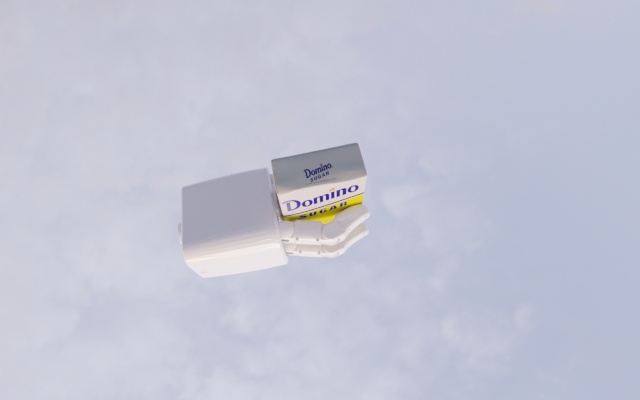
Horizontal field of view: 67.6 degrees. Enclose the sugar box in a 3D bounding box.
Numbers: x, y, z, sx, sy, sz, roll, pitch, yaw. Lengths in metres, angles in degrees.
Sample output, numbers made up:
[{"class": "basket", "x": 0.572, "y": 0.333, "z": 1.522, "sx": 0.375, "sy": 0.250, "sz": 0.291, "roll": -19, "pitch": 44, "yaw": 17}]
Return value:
[{"class": "sugar box", "x": 0.000, "y": 0.002, "z": 0.549, "sx": 0.093, "sy": 0.048, "sz": 0.176, "roll": -12, "pitch": -20, "yaw": -3}]
